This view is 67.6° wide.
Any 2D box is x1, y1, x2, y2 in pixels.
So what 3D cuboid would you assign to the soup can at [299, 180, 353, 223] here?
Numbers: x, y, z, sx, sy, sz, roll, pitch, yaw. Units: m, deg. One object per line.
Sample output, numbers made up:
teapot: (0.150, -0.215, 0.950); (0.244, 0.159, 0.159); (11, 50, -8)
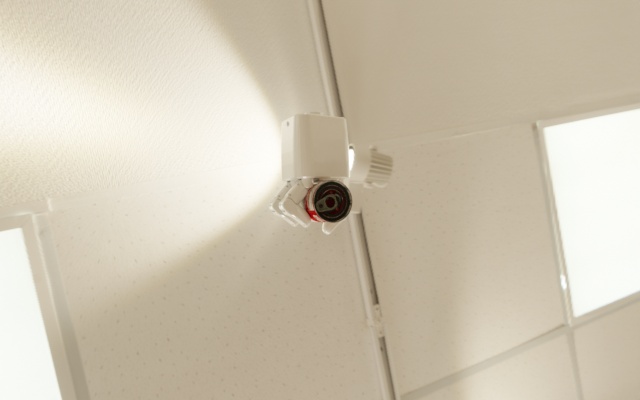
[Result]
soup can: (0.000, 0.003, 0.798); (0.068, 0.068, 0.102); (0, -1, -24)
